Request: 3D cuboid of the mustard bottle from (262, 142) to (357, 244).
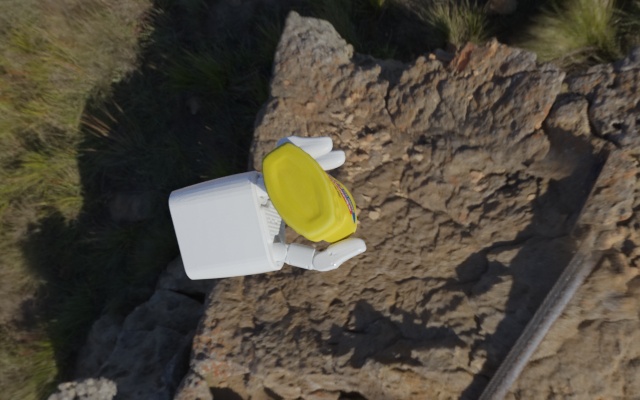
[{"bbox_3d":[0.000,0.002,0.529,0.058,0.096,0.191,-35,-14,7],"label":"mustard bottle"}]
